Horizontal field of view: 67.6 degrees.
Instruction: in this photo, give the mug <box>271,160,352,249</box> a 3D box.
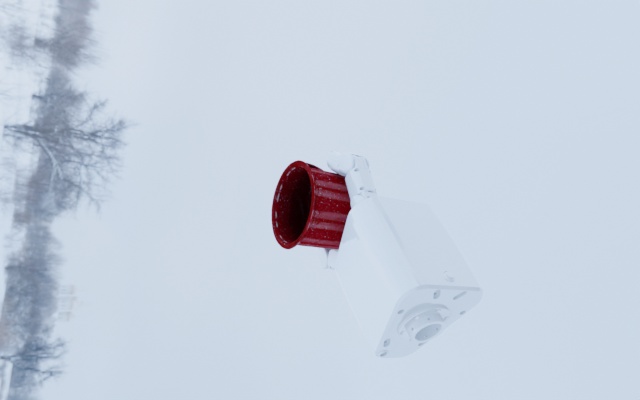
[{"bbox_3d":[0.000,0.001,0.524,0.081,0.093,0.117,10,38,-30],"label":"mug"}]
